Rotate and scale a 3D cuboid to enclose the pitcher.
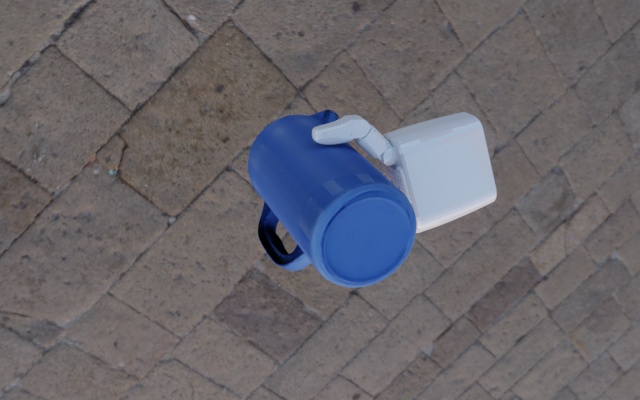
[{"bbox_3d":[0.000,0.002,0.542,0.145,0.149,0.242,-18,27,-12],"label":"pitcher"}]
